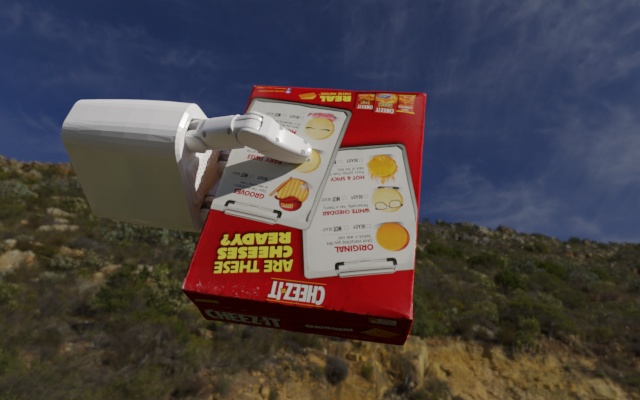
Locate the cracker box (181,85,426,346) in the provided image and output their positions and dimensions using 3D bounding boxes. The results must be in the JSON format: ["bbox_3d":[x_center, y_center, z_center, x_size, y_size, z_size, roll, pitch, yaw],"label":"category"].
[{"bbox_3d":[0.000,0.001,0.407,0.164,0.213,0.072,5,-33,10],"label":"cracker box"}]
